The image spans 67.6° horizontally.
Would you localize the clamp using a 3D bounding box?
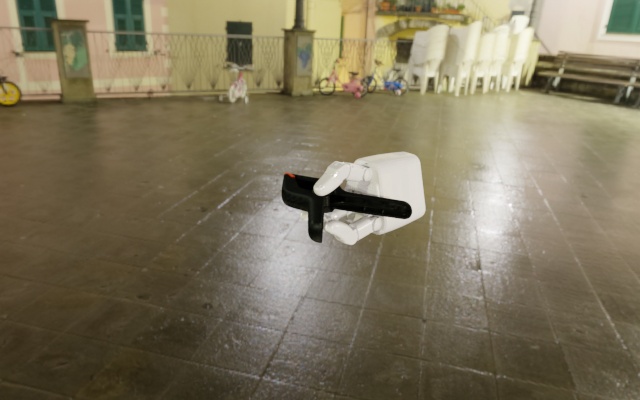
[{"bbox_3d":[0.000,0.001,0.679,0.164,0.036,0.210,-15,27,-40],"label":"clamp"}]
